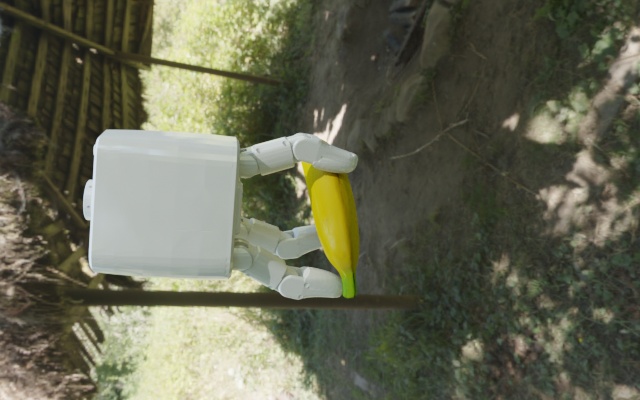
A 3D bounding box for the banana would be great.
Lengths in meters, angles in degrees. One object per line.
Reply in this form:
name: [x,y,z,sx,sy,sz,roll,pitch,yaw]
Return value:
banana: [0.004,-0.009,0.445,0.037,0.197,0.070,0,-45,-13]
